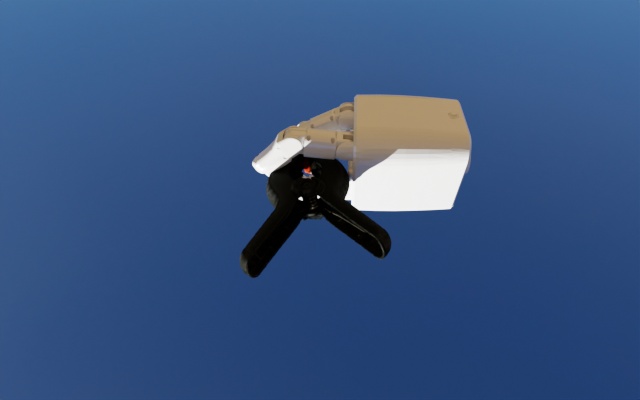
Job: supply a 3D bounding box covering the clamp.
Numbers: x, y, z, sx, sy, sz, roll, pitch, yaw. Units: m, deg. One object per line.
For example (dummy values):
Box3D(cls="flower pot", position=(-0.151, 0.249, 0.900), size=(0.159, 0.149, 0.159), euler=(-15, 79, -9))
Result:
Box3D(cls="clamp", position=(0.000, 0.002, 0.432), size=(0.120, 0.039, 0.171), euler=(2, 40, 3))
